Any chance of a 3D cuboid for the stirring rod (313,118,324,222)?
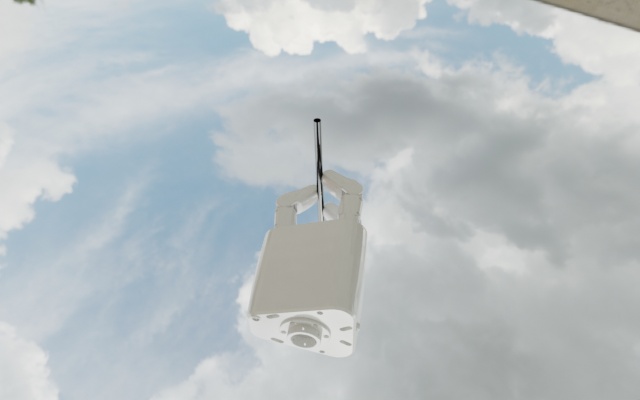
[{"bbox_3d":[0.000,0.002,0.581,0.011,0.240,0.011,-1,45,1],"label":"stirring rod"}]
